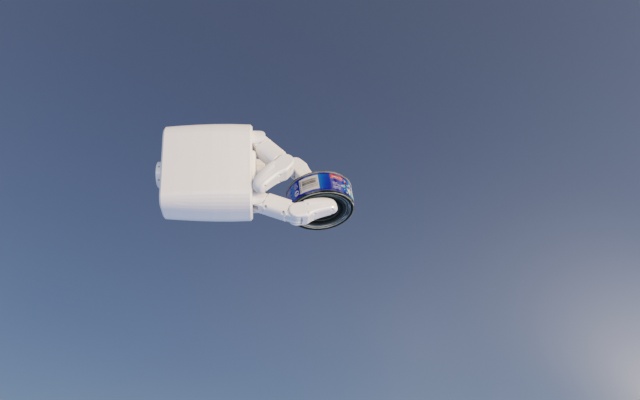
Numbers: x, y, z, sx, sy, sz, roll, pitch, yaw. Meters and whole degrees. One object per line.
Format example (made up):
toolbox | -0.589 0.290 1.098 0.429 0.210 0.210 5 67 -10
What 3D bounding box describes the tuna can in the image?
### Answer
tuna can | 0.000 0.002 0.612 0.086 0.033 0.086 -6 -37 -4
